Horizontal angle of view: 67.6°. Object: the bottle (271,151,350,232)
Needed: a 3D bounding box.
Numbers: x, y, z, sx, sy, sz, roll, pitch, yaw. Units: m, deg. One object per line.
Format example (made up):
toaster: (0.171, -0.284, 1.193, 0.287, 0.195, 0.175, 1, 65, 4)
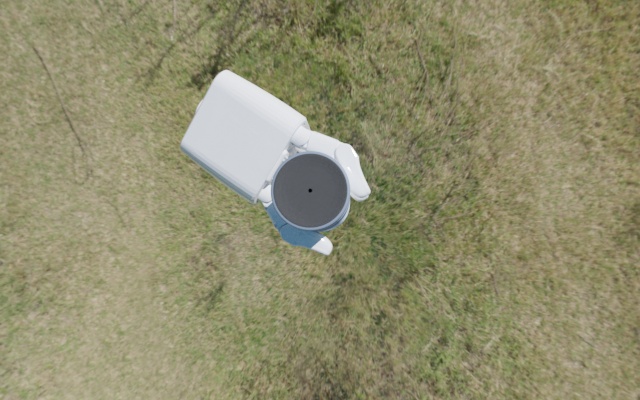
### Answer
bottle: (0.000, 0.002, 0.541, 0.069, 0.069, 0.296, 0, -4, 3)
